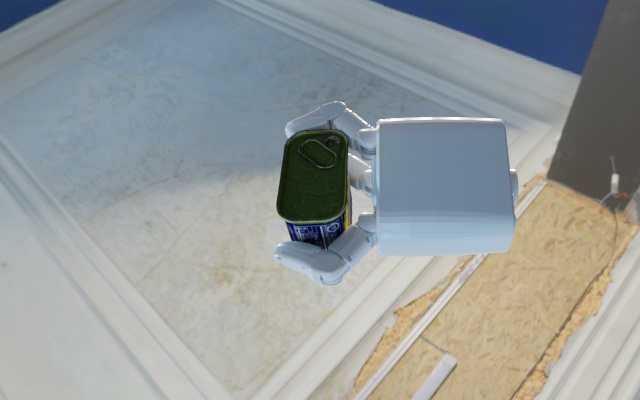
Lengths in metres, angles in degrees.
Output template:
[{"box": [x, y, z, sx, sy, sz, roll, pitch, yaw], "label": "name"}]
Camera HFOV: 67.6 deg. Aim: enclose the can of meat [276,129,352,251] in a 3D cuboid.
[{"box": [0.000, 0.002, 0.429, 0.057, 0.102, 0.084, -3, -38, 8], "label": "can of meat"}]
